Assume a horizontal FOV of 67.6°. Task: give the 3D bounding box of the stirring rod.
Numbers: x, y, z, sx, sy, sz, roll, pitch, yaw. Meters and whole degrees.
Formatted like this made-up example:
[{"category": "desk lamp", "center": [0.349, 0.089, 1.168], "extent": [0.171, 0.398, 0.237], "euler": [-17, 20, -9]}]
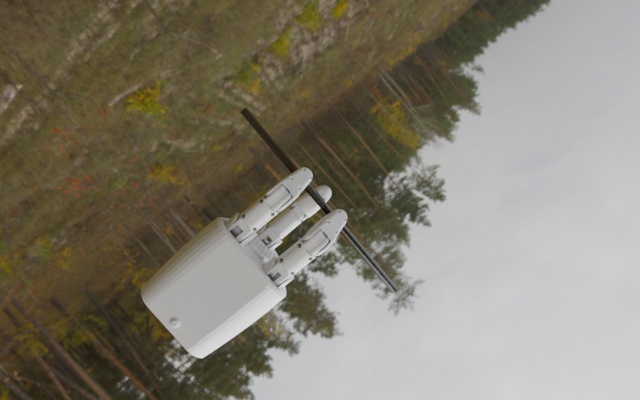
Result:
[{"category": "stirring rod", "center": [0.000, 0.002, 0.486], "extent": [0.011, 0.239, 0.011], "euler": [-40, 5, 4]}]
